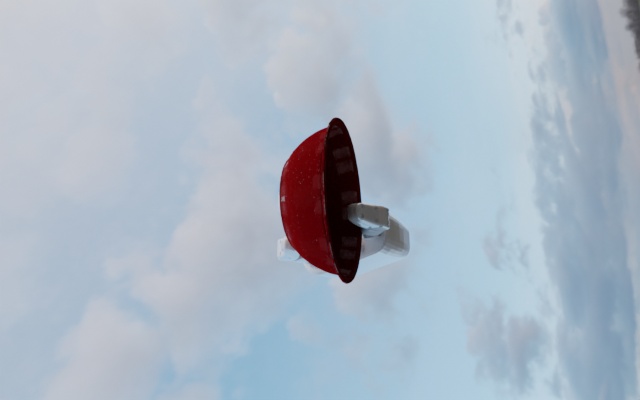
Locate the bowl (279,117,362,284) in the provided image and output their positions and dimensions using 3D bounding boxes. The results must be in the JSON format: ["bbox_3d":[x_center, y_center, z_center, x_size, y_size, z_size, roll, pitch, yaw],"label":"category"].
[{"bbox_3d":[-0.001,0.001,0.473,0.055,0.162,0.162,-4,-1,15],"label":"bowl"}]
